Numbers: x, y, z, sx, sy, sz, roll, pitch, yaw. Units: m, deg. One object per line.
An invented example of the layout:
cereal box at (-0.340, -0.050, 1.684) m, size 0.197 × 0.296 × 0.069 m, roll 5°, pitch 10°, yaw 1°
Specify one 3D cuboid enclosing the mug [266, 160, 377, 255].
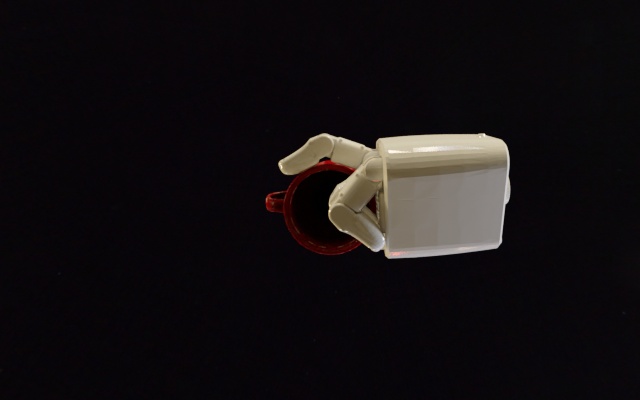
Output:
mug at (-0.001, 0.002, 0.515) m, size 0.117 × 0.093 × 0.081 m, roll -2°, pitch 12°, yaw 4°
